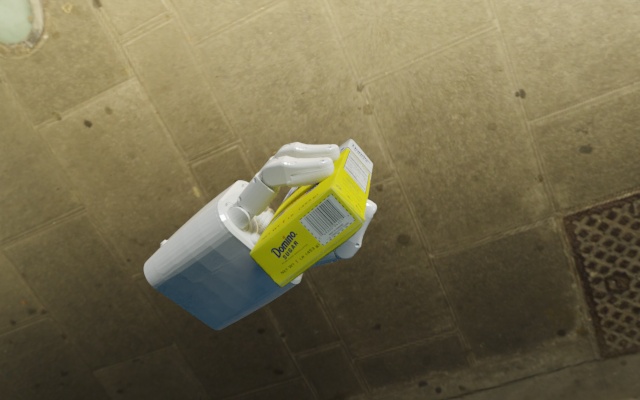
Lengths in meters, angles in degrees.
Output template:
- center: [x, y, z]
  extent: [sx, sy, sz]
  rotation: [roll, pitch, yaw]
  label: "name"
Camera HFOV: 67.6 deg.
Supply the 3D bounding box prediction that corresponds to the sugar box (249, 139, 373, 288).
- center: [0.000, 0.001, 0.450]
  extent: [0.093, 0.048, 0.176]
  rotation: [-38, 12, 18]
  label: "sugar box"
